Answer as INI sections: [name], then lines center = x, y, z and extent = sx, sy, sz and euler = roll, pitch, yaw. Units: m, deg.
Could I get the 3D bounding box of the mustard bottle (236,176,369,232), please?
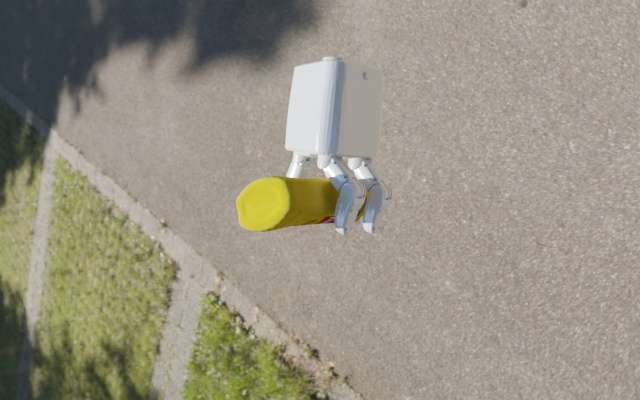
[mustard bottle]
center = 0.000, 0.002, 0.583
extent = 0.191, 0.058, 0.096
euler = -2, -14, -46
